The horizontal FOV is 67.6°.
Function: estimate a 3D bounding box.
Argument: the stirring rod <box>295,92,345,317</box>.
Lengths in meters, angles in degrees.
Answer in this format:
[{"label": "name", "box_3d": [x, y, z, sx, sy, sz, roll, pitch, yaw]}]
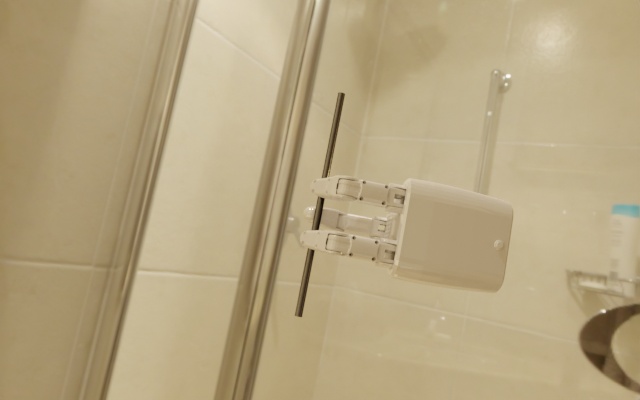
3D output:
[{"label": "stirring rod", "box_3d": [0.000, 0.002, 0.504, 0.011, 0.239, 0.011, 11, -6, 1]}]
